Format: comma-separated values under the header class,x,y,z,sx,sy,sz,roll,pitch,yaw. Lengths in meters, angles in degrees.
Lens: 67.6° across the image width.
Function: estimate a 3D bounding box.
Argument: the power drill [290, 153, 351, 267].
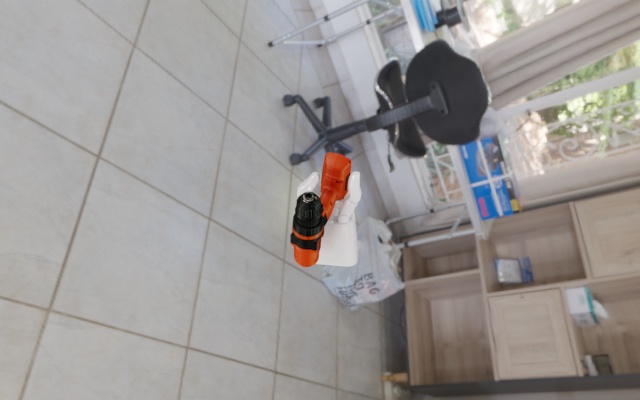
class,x,y,z,sx,sy,sz,roll,pitch,yaw
power drill,0.000,0.003,0.849,0.057,0.187,0.185,20,-38,10
